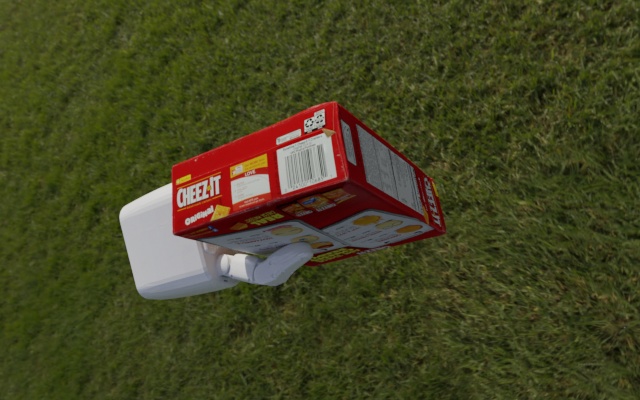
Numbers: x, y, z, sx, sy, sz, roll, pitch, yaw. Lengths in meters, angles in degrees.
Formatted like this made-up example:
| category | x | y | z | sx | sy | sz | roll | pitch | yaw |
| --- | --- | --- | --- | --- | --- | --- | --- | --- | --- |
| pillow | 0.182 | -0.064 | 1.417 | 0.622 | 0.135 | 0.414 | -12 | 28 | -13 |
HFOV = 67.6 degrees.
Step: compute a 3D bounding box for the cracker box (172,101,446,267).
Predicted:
| category | x | y | z | sx | sy | sz | roll | pitch | yaw |
| --- | --- | --- | --- | --- | --- | --- | --- | --- | --- |
| cracker box | 0.000 | 0.002 | 0.441 | 0.164 | 0.072 | 0.214 | -17 | -21 | 28 |
